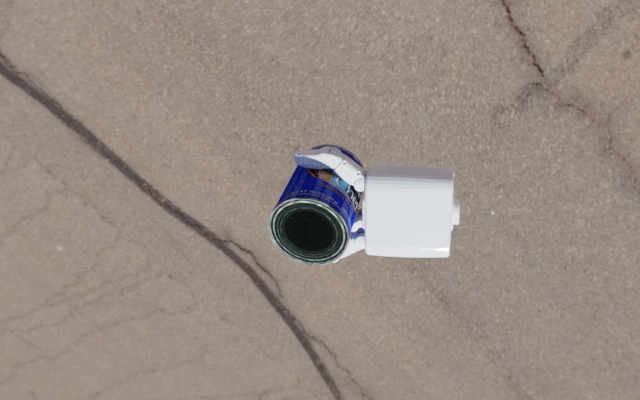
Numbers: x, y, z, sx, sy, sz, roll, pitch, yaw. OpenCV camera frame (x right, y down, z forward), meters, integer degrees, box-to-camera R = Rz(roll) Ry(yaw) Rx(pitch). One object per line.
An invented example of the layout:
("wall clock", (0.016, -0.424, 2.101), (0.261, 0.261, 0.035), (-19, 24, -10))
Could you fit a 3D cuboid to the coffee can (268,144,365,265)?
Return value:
("coffee can", (0.000, 0.002, 0.636), (0.103, 0.103, 0.140), (0, 33, 15))
